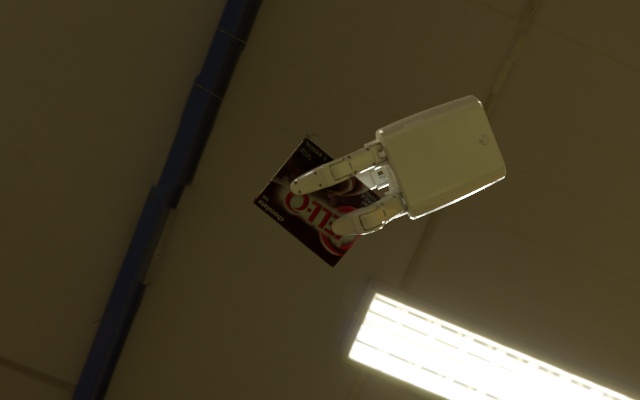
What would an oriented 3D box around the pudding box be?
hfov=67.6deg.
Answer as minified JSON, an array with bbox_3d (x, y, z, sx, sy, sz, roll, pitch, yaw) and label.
[{"bbox_3d":[0.000,0.002,0.512,0.113,0.090,0.039,39,5,-2],"label":"pudding box"}]
